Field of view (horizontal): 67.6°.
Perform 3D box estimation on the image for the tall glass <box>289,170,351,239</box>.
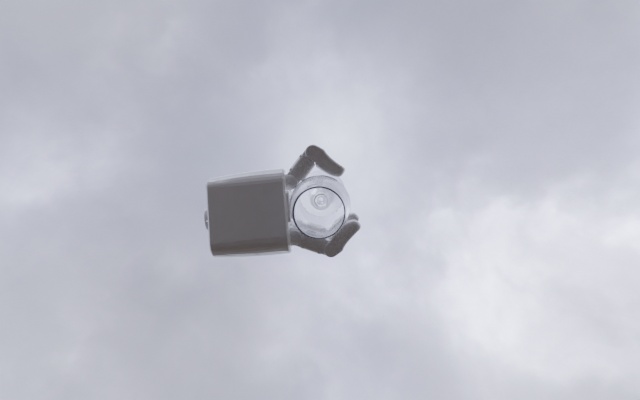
[{"bbox_3d":[0.000,0.002,0.645,0.079,0.079,0.201,0,7,1],"label":"tall glass"}]
